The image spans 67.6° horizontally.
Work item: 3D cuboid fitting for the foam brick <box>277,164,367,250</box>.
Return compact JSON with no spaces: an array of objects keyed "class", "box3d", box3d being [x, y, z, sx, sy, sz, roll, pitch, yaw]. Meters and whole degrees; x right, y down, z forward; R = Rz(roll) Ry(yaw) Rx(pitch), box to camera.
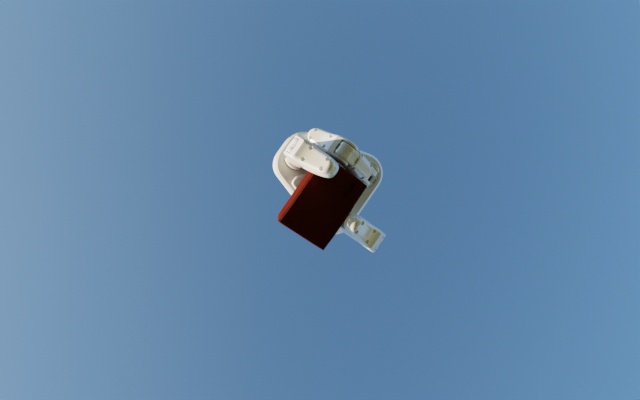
[{"class":"foam brick","box3d":[0.000,0.002,0.473,0.053,0.078,0.051,36,-3,-8]}]
